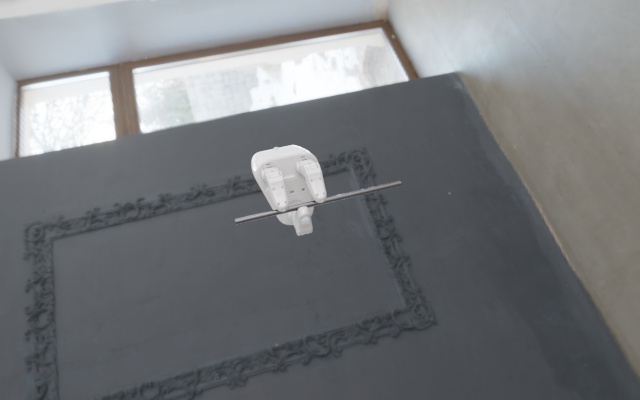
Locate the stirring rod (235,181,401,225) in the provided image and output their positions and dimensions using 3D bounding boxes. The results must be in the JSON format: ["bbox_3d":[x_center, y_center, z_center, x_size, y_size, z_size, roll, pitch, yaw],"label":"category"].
[{"bbox_3d":[0.000,0.002,0.668,0.239,0.011,0.011,-13,2,-10],"label":"stirring rod"}]
